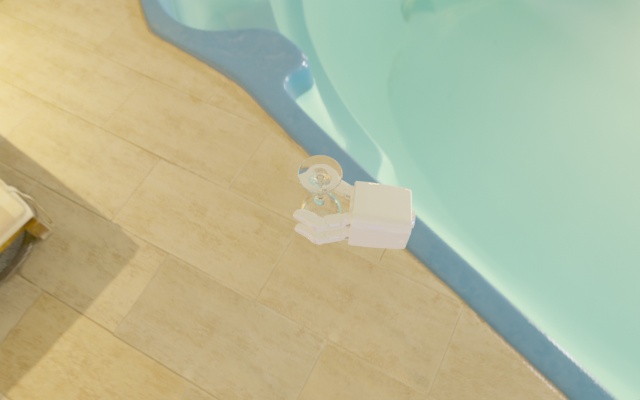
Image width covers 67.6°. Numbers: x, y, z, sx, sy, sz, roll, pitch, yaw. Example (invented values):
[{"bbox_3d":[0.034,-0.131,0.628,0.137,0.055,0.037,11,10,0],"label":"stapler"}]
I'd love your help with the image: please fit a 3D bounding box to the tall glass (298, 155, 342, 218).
[{"bbox_3d":[0.000,0.002,0.878,0.079,0.079,0.201,0,-28,0],"label":"tall glass"}]
